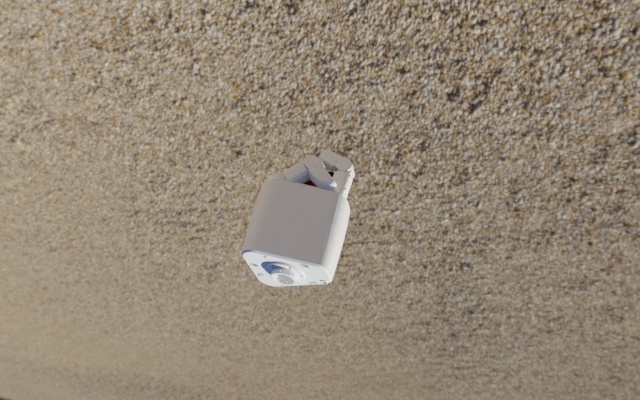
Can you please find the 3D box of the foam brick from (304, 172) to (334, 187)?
[{"bbox_3d":[0.000,0.002,0.674,0.053,0.051,0.078,2,-36,18],"label":"foam brick"}]
